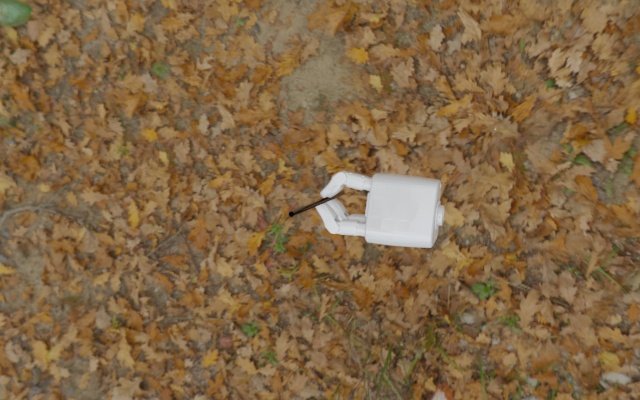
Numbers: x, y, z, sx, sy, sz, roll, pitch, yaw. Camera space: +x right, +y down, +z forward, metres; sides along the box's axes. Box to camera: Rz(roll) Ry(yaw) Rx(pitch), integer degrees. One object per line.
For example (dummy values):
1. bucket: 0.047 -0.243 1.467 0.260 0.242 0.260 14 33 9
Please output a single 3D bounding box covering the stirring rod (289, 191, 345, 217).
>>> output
1. stirring rod: 0.000 0.002 0.778 0.011 0.011 0.239 0 8 20
